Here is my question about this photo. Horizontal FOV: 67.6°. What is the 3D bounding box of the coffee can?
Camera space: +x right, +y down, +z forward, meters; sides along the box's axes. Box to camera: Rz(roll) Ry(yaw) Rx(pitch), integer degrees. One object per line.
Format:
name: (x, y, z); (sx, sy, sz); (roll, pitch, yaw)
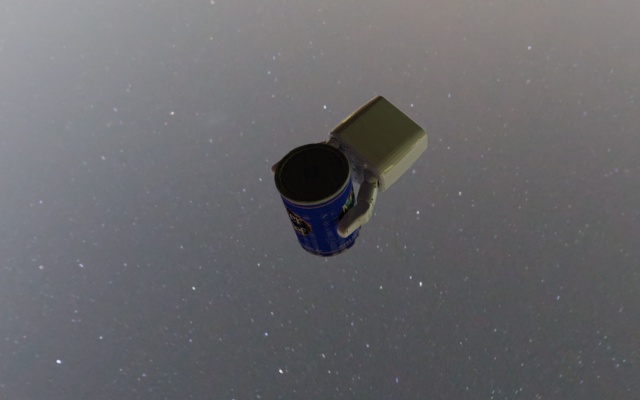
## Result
coffee can: (0.000, 0.002, 0.687); (0.103, 0.102, 0.140); (0, -36, 12)
